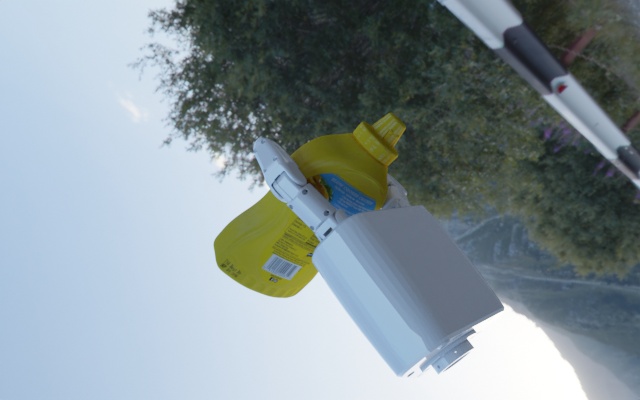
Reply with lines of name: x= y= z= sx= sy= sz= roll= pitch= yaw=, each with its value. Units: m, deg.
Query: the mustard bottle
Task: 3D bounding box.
mustard bottle: x=0.000 y=0.001 z=0.412 sx=0.096 sy=0.192 sz=0.058 roll=31 pitch=22 yaw=-35
